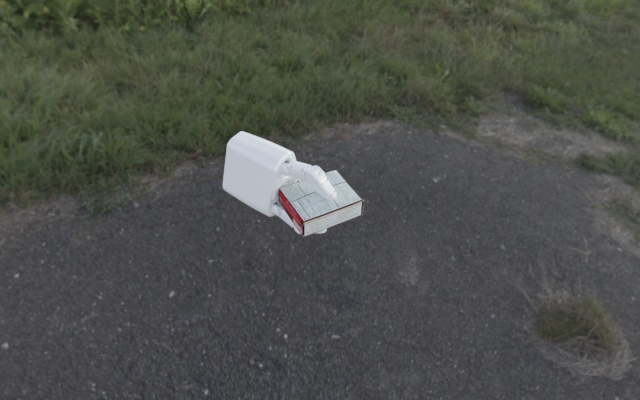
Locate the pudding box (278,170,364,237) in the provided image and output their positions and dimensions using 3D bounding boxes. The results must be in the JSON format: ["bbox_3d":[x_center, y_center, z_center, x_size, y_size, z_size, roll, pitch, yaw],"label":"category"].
[{"bbox_3d":[0.000,0.002,0.773,0.113,0.039,0.090,-20,48,-21],"label":"pudding box"}]
